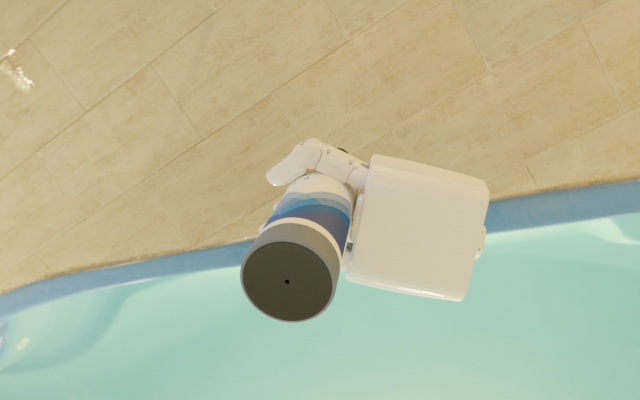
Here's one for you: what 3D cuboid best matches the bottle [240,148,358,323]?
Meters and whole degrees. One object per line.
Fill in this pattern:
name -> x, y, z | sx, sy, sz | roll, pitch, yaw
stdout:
bottle -> 0.000, 0.002, 0.456 | 0.069, 0.069, 0.295 | 0, 21, 10
